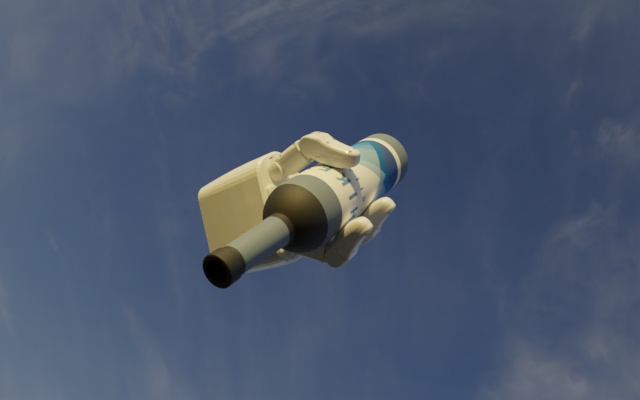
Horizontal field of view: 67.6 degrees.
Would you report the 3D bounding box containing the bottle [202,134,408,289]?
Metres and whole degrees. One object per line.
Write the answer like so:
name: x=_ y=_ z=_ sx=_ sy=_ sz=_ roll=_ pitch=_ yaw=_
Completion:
bottle: x=0.000 y=0.001 z=0.455 sx=0.069 sy=0.069 sz=0.295 roll=0 pitch=20 yaw=32
